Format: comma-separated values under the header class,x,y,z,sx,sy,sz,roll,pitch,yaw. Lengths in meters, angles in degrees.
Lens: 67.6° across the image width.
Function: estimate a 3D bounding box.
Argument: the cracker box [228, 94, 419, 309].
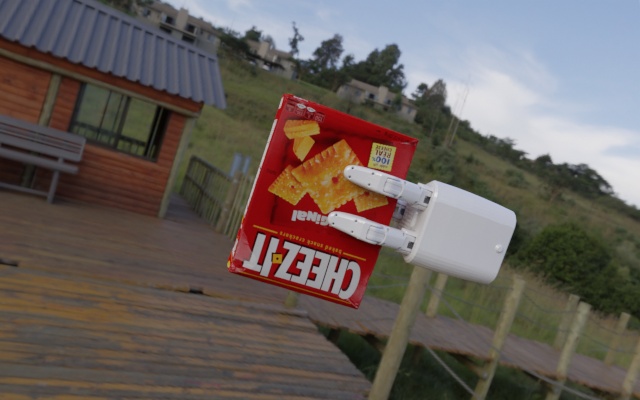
class,x,y,z,sx,sy,sz,roll,pitch,yaw
cracker box,0.000,0.002,0.567,0.164,0.214,0.072,18,5,-9
